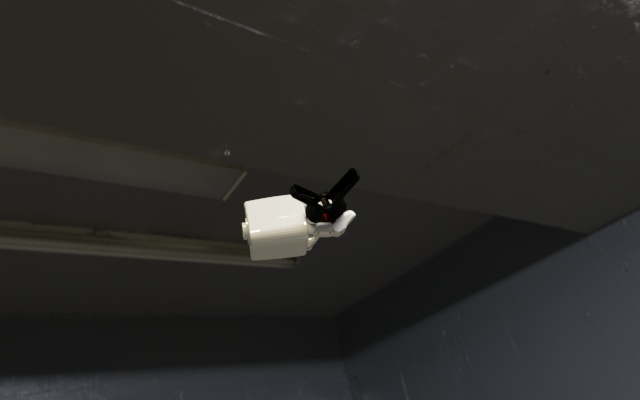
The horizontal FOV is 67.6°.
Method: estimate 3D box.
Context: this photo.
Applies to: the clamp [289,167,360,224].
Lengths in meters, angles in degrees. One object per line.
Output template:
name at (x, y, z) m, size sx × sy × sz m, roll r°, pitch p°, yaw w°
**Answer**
clamp at (0.000, 0.002, 0.846) m, size 0.120 × 0.039 × 0.172 m, roll -7°, pitch -30°, yaw -11°
